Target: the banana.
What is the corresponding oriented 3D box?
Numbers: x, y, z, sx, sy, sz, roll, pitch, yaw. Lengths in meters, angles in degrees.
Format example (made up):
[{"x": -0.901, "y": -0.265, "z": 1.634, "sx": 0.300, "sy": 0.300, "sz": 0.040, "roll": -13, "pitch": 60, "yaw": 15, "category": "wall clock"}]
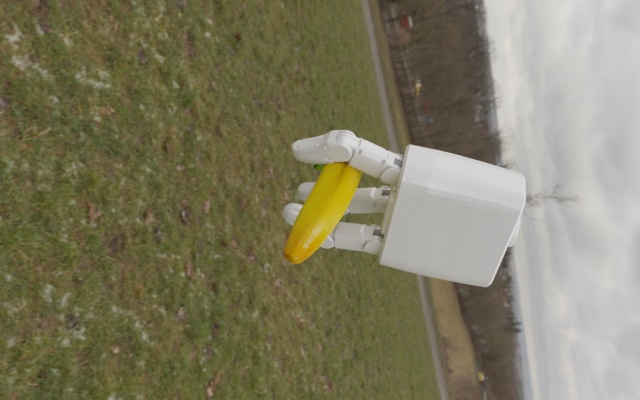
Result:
[{"x": 0.011, "y": -0.013, "z": 0.448, "sx": 0.037, "sy": 0.070, "sz": 0.197, "roll": 33, "pitch": 26, "yaw": -8, "category": "banana"}]
